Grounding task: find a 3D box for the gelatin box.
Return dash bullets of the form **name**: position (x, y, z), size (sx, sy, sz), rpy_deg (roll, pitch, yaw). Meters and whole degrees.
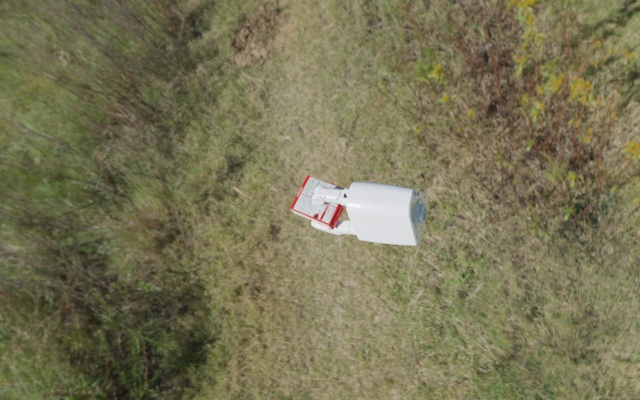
- **gelatin box**: position (0.000, 0.003, 0.866), size (0.089, 0.073, 0.030), rpy_deg (22, -12, 25)
